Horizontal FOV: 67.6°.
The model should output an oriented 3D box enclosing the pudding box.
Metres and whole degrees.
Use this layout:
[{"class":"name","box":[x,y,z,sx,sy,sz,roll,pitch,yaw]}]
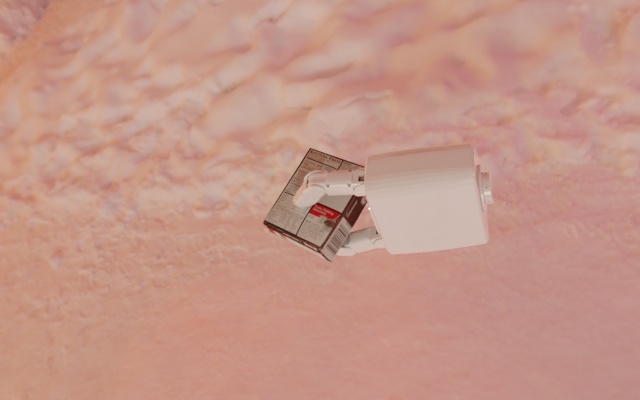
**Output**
[{"class":"pudding box","box":[0.000,0.002,0.556,0.090,0.113,0.039,23,-18,33]}]
